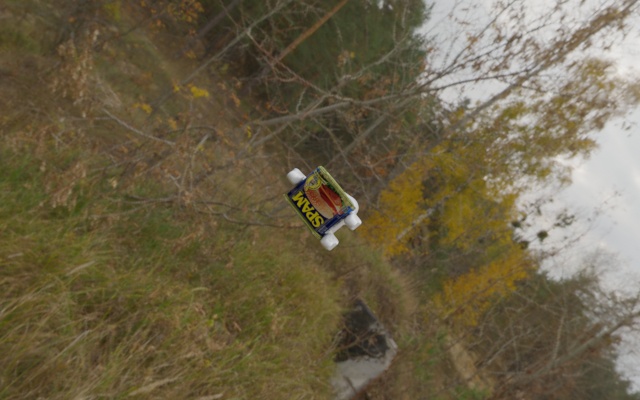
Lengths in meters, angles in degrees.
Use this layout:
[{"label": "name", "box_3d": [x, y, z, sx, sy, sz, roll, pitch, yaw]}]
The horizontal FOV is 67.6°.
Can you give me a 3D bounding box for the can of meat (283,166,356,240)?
[{"label": "can of meat", "box_3d": [0.000, 0.002, 0.832, 0.084, 0.102, 0.057, -40, -11, 6]}]
